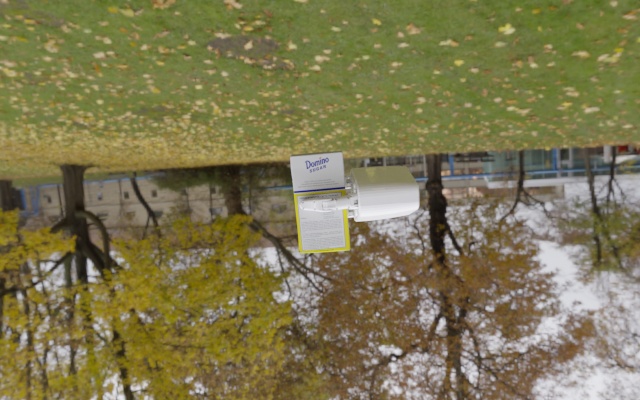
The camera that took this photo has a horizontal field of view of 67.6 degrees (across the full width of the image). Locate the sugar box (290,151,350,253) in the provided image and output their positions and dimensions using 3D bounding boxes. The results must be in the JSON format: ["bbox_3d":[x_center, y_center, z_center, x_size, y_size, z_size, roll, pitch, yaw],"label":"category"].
[{"bbox_3d":[0.000,0.003,0.851,0.093,0.176,0.048,-4,7,0],"label":"sugar box"}]
